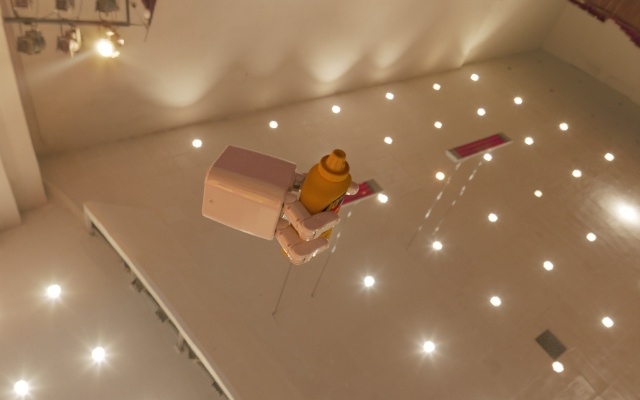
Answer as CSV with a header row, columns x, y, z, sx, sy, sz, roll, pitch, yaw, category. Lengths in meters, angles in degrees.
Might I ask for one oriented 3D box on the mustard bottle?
x,y,z,sx,sy,sz,roll,pitch,yaw,category
0.000,0.003,0.678,0.058,0.192,0.096,36,47,15,mustard bottle
